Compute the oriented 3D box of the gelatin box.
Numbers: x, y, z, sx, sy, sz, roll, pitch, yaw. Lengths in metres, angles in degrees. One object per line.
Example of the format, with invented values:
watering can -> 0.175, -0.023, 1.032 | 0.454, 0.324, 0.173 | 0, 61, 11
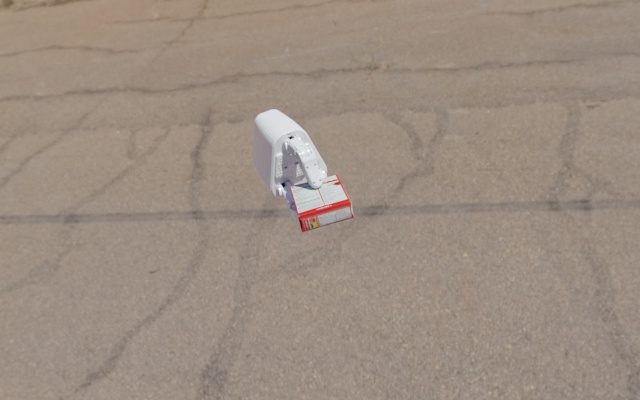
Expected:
gelatin box -> 0.000, 0.002, 0.667 | 0.073, 0.030, 0.089 | -16, 30, -4
